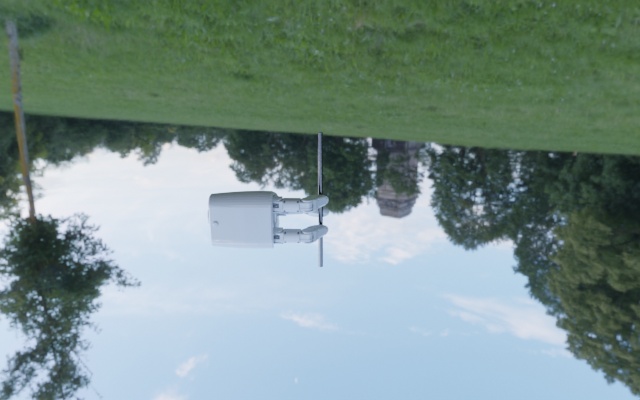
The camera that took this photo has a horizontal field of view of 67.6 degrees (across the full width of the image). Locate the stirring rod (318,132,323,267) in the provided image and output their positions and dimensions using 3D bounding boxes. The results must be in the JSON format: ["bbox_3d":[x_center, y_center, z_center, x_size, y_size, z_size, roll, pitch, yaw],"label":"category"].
[{"bbox_3d":[0.000,0.003,0.828,0.011,0.239,0.011,0,16,0],"label":"stirring rod"}]
